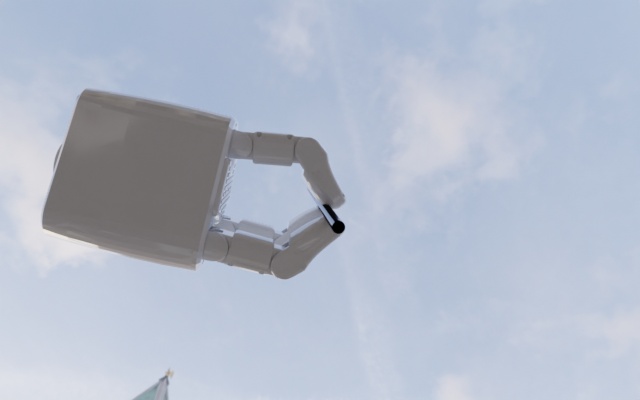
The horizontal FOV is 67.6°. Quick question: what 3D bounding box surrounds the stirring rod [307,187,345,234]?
[{"bbox_3d":[0.000,0.001,0.400,0.011,0.011,0.239,0,7,-5],"label":"stirring rod"}]
